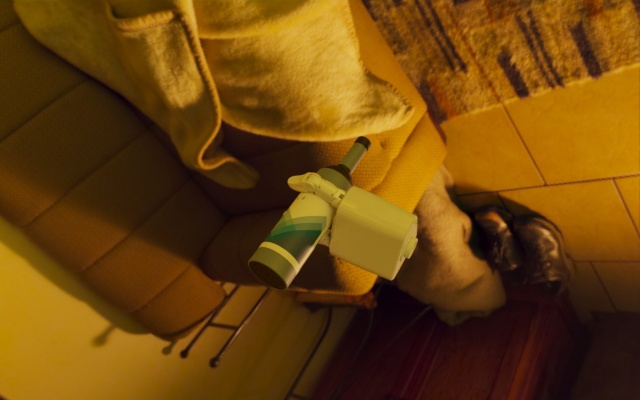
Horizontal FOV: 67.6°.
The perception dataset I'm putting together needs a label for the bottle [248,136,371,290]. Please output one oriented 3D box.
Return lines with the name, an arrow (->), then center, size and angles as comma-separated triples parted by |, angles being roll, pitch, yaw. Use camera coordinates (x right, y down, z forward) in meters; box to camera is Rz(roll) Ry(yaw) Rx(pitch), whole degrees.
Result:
bottle -> 0.000, 0.003, 0.742 | 0.069, 0.069, 0.295 | 0, 44, 46
